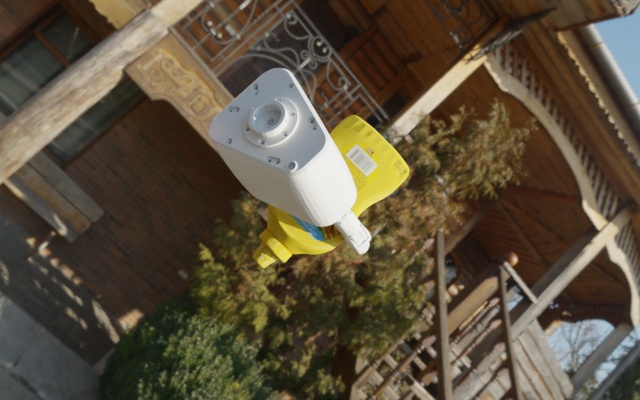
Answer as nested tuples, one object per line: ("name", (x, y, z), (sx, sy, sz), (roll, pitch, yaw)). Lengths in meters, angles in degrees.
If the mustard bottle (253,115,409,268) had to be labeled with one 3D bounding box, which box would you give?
("mustard bottle", (0.000, 0.002, 0.529), (0.191, 0.096, 0.058), (-44, -3, -7))
